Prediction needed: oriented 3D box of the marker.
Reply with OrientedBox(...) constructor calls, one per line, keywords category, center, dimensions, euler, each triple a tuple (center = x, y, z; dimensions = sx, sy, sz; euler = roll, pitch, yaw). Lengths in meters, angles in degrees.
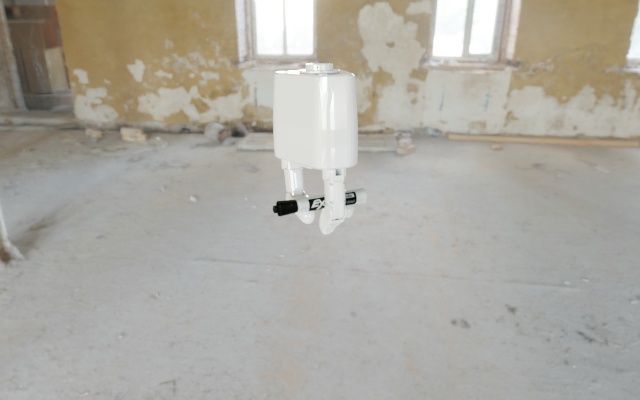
OrientedBox(category="marker", center=(0.000, 0.002, 0.584), dimensions=(0.121, 0.020, 0.020), euler=(-9, 3, -22))
